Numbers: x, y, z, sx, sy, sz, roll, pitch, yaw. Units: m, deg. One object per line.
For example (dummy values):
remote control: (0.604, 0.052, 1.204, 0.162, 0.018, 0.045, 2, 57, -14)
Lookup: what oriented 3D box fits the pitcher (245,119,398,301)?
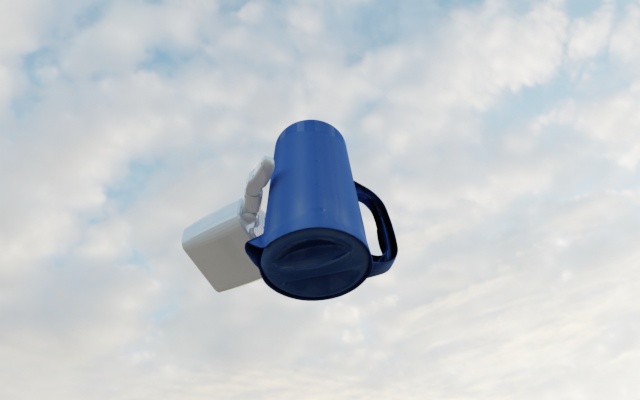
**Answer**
pitcher: (0.000, 0.002, 0.638, 0.145, 0.242, 0.149, -27, -51, 21)
